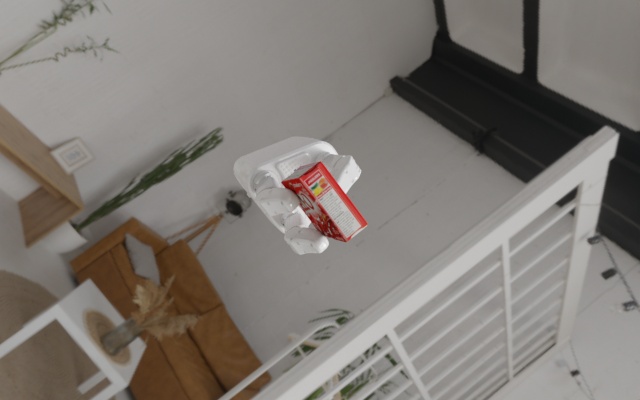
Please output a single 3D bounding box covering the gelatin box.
[{"bbox_3d":[0.001,0.001,0.463,0.030,0.073,0.089,-39,10,-12],"label":"gelatin box"}]
